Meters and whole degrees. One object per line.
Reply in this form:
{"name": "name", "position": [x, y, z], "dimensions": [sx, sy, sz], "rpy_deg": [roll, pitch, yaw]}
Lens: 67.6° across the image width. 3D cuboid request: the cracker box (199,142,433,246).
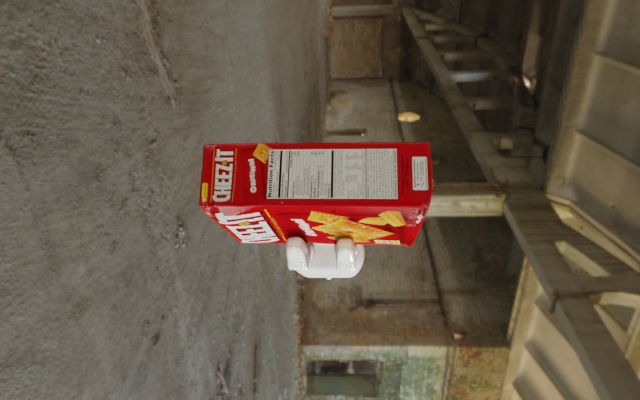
{"name": "cracker box", "position": [0.000, 0.001, 0.507], "dimensions": [0.214, 0.072, 0.164], "rpy_deg": [0, -17, 4]}
